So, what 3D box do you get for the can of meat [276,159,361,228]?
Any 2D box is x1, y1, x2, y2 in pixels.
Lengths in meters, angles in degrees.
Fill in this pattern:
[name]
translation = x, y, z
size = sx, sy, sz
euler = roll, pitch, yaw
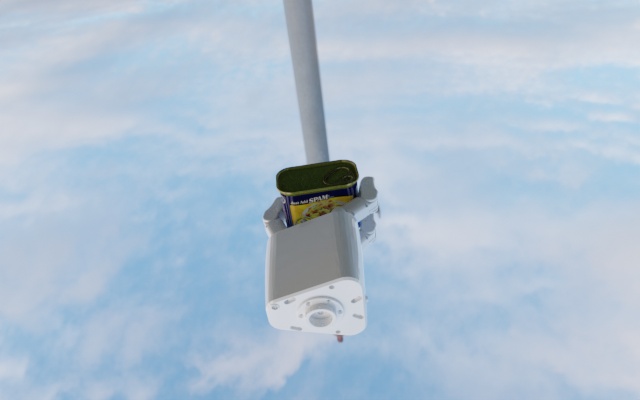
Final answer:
[can of meat]
translation = 0.000, 0.002, 0.610
size = 0.102, 0.084, 0.057
euler = -9, 36, -1
